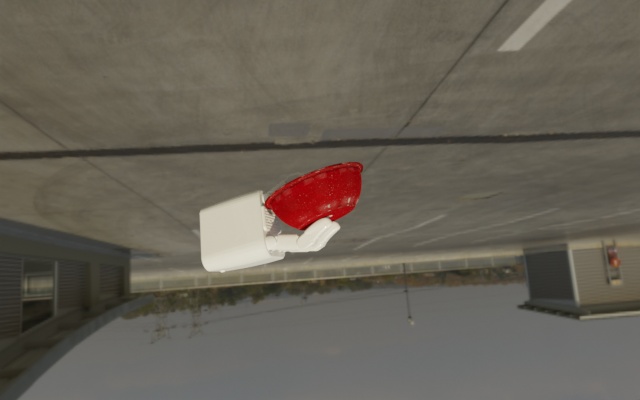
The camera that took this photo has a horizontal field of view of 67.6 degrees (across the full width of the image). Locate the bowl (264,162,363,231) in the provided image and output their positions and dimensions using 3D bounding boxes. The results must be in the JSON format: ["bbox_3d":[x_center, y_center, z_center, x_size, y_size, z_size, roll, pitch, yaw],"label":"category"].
[{"bbox_3d":[0.001,0.002,0.718,0.162,0.055,0.162,-22,-13,-5],"label":"bowl"}]
